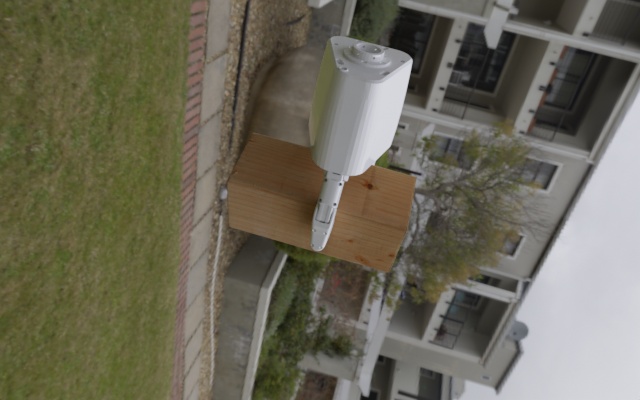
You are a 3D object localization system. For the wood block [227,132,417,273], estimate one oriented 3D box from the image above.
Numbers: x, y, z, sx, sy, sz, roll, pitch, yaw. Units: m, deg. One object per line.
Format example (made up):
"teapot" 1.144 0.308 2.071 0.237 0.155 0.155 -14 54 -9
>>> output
"wood block" 0.000 0.002 0.582 0.206 0.090 0.090 16 -40 4
